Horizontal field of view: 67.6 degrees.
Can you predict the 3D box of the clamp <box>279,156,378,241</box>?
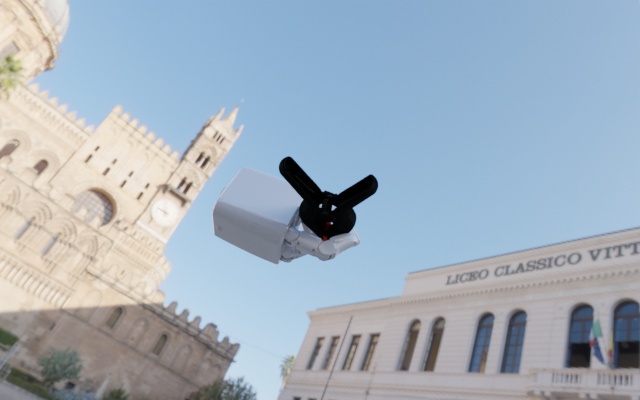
[{"bbox_3d":[0.000,0.002,0.625,0.120,0.039,0.172,22,-32,4],"label":"clamp"}]
